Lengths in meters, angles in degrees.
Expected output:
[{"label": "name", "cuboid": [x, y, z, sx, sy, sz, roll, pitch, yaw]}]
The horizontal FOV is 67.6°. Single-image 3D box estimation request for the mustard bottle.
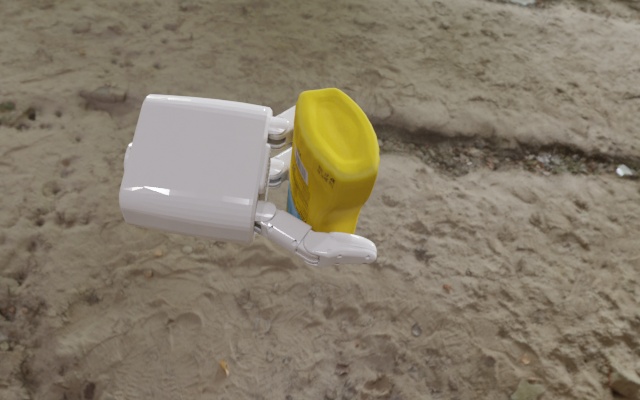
[{"label": "mustard bottle", "cuboid": [0.000, 0.001, 0.429, 0.058, 0.096, 0.192, -13, -33, -18]}]
